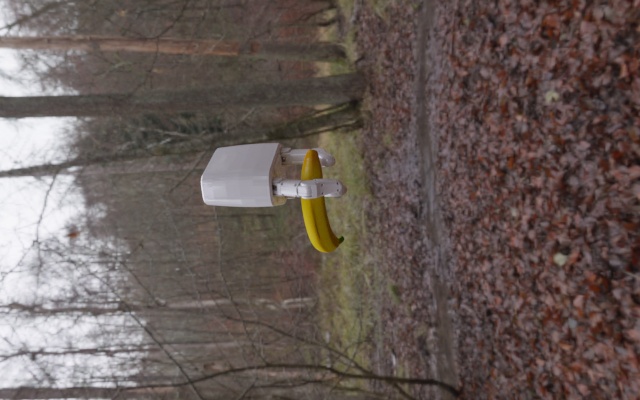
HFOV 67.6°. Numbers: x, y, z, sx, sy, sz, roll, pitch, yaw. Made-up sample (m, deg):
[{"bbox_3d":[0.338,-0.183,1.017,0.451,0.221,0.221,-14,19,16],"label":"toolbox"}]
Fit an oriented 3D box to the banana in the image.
[{"bbox_3d":[-0.003,0.018,0.731,0.037,0.198,0.069,-1,43,17],"label":"banana"}]
